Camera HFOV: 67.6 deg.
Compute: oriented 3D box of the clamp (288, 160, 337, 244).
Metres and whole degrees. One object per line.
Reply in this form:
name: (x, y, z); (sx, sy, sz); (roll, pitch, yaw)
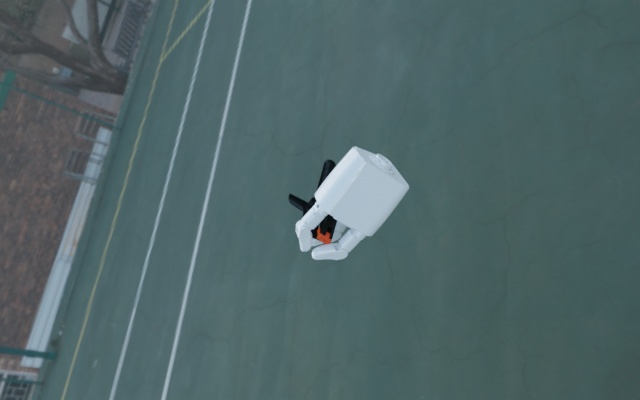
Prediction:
clamp: (0.000, 0.003, 0.857); (0.039, 0.120, 0.171); (24, 24, -34)
